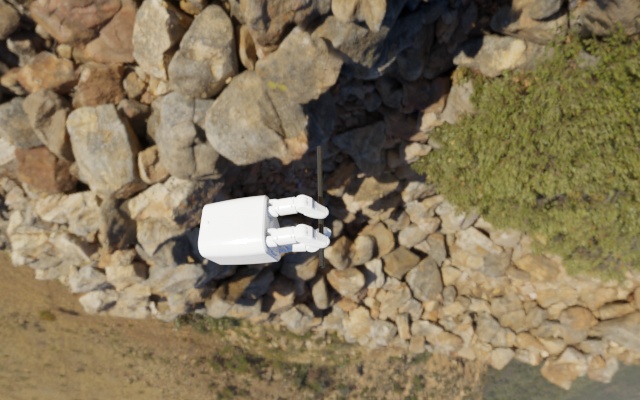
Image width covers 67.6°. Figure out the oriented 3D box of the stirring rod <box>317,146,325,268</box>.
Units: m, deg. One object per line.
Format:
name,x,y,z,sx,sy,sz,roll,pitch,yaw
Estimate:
stirring rod,0.000,0.003,0.796,0.011,0.239,0.011,-1,-34,-1
